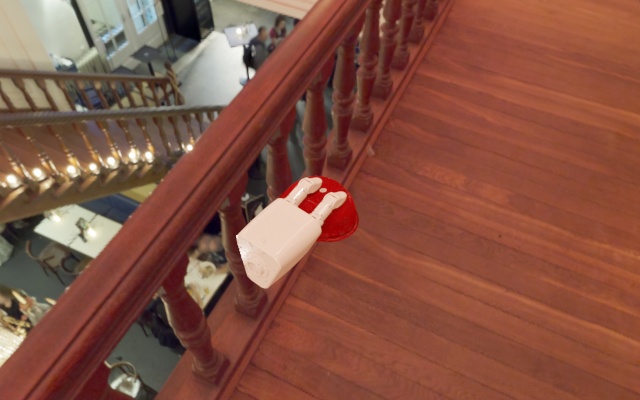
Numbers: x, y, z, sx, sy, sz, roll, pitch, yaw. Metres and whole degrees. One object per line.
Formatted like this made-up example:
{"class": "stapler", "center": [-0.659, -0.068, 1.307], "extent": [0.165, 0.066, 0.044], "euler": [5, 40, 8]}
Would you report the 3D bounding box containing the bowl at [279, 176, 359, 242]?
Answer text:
{"class": "bowl", "center": [0.001, 0.002, 0.891], "extent": [0.162, 0.055, 0.162], "euler": [10, 37, -7]}
